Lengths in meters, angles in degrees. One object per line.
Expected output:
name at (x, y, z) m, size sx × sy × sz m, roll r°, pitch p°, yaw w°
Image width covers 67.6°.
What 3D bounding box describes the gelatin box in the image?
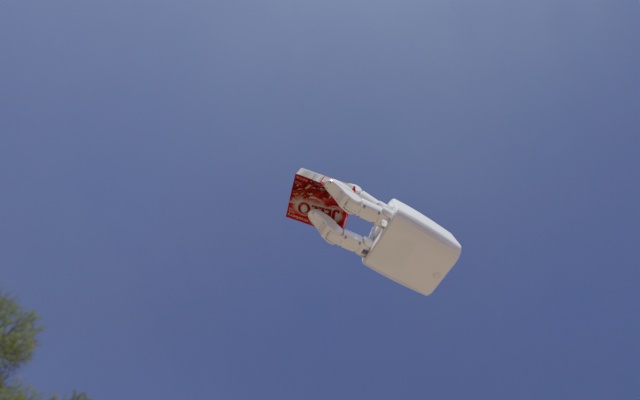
gelatin box at (0.000, 0.002, 0.696) m, size 0.089 × 0.073 × 0.030 m, roll 19°, pitch 28°, yaw 9°
